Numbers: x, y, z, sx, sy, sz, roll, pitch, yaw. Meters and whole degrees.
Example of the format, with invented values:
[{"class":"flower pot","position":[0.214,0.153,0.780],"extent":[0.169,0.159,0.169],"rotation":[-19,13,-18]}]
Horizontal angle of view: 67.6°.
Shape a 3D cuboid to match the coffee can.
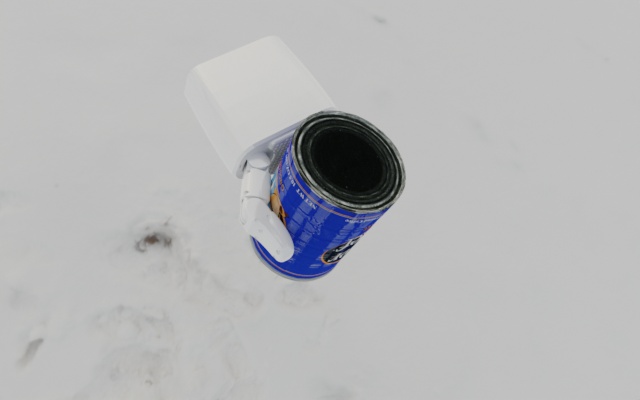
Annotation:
[{"class":"coffee can","position":[0.000,0.002,0.444],"extent":[0.103,0.102,0.140],"rotation":[0,-31,-25]}]
